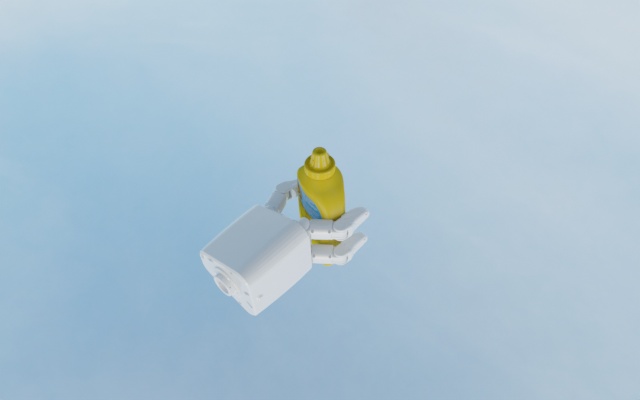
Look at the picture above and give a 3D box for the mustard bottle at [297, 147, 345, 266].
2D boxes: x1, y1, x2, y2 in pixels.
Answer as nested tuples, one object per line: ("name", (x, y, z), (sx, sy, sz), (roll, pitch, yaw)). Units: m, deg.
("mustard bottle", (0.000, 0.002, 0.673), (0.058, 0.192, 0.096), (-20, 50, -15))
